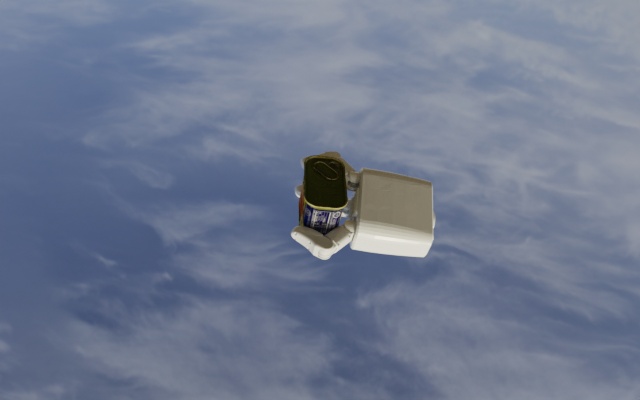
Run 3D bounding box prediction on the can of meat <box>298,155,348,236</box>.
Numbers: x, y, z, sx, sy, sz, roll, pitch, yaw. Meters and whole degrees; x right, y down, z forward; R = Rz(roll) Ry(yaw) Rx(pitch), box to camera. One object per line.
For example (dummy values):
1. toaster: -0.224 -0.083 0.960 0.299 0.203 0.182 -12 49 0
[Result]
1. can of meat: 0.000 0.002 0.664 0.057 0.102 0.084 5 -45 -8
